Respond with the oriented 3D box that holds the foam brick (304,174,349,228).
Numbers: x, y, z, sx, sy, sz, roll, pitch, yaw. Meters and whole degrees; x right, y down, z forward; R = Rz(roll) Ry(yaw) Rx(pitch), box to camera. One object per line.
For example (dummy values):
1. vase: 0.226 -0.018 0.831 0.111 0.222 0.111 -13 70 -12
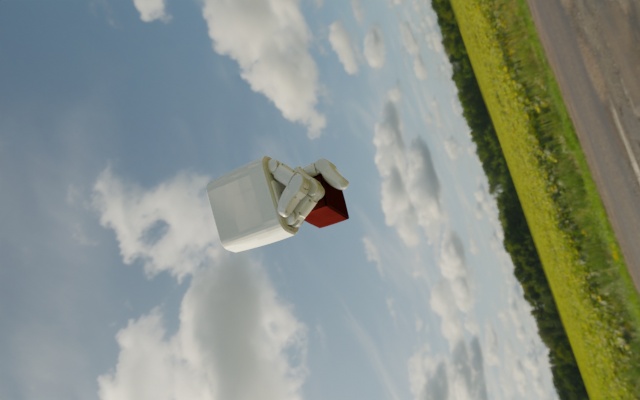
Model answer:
1. foam brick: 0.000 0.002 0.711 0.051 0.053 0.078 -21 -25 21
